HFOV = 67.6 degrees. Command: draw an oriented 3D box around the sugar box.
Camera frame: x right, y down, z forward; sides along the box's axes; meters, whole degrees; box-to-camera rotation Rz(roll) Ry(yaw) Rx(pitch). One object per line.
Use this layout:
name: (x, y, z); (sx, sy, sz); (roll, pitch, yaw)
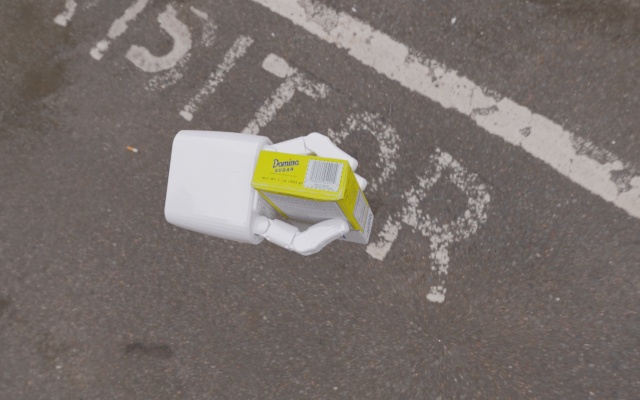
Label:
sugar box: (0.000, 0.001, 0.527); (0.093, 0.048, 0.176); (9, -13, 16)
